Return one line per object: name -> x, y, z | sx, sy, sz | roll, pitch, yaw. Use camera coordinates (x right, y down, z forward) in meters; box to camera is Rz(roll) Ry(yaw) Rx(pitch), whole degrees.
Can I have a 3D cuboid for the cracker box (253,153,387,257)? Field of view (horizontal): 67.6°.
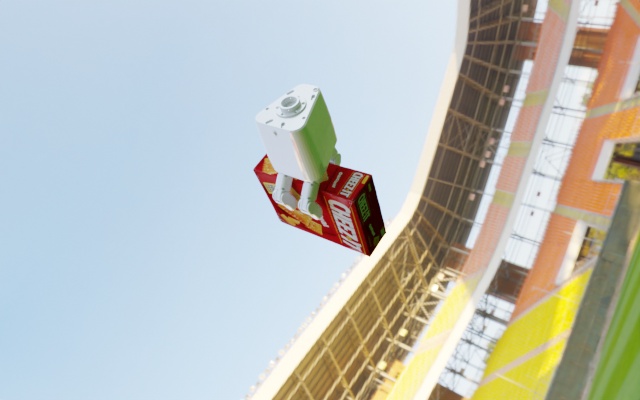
cracker box -> 0.000, 0.003, 0.864 | 0.213, 0.072, 0.164 | 20, -30, 31
